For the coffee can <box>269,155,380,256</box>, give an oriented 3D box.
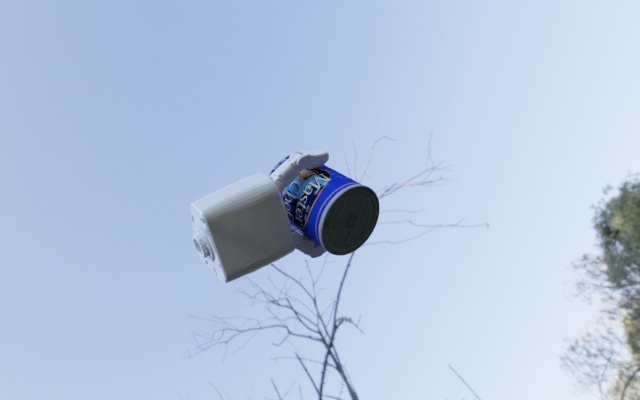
[{"bbox_3d":[0.000,0.002,0.685,0.103,0.103,0.140,0,22,-41],"label":"coffee can"}]
